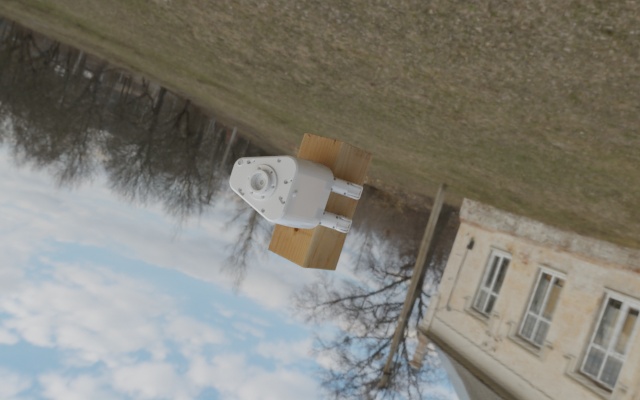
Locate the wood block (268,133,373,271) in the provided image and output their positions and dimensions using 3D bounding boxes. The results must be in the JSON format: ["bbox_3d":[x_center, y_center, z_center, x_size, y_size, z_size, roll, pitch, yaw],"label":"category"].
[{"bbox_3d":[0.000,0.003,0.801,0.091,0.206,0.090,21,4,39],"label":"wood block"}]
